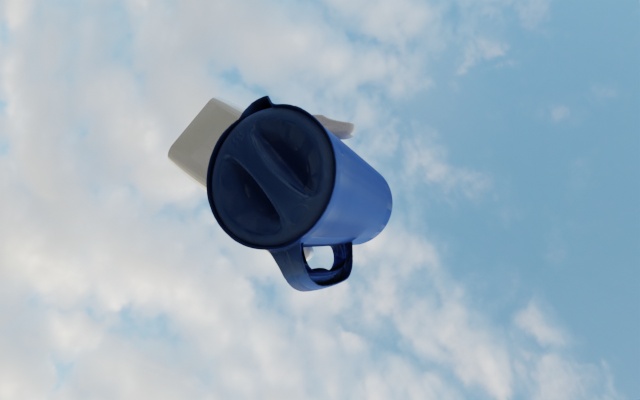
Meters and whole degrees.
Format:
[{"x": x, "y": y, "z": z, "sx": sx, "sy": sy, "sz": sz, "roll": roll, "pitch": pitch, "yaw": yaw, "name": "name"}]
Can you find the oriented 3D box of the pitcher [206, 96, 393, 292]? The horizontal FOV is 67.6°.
[{"x": 0.000, "y": 0.002, "z": 0.526, "sx": 0.145, "sy": 0.149, "sz": 0.243, "roll": 29, "pitch": 5, "yaw": 25, "name": "pitcher"}]
